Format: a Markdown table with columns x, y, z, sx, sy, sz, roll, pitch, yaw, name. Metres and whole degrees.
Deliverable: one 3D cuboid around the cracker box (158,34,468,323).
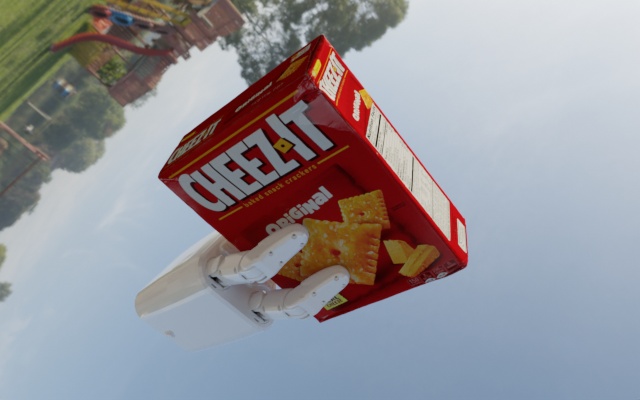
| x | y | z | sx | sy | sz | roll | pitch | yaw | name |
| --- | --- | --- | --- | --- | --- | --- | --- | --- | --- |
| 0.000 | 0.001 | 0.406 | 0.164 | 0.214 | 0.072 | -27 | 30 | 30 | cracker box |
